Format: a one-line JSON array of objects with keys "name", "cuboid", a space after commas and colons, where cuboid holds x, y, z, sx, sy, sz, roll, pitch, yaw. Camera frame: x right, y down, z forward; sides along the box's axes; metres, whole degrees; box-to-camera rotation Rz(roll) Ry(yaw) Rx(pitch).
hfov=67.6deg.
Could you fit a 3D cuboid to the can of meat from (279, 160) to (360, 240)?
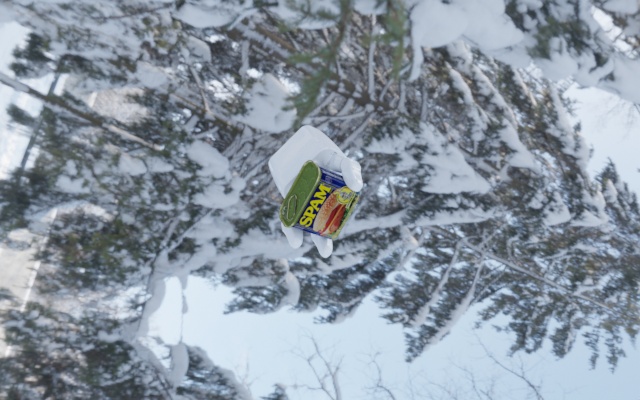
[{"name": "can of meat", "cuboid": [0.000, 0.002, 0.713, 0.084, 0.102, 0.057, 21, 17, -32]}]
